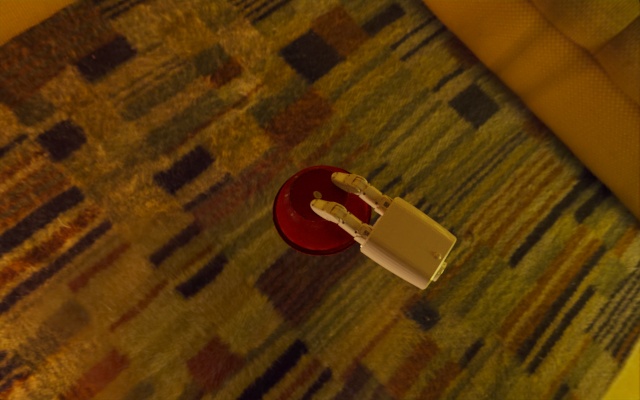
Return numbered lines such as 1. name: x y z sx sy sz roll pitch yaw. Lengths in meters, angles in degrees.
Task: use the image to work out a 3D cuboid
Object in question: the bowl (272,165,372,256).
1. bowl: -0.001 0.002 0.749 0.162 0.162 0.055 0 -26 5
